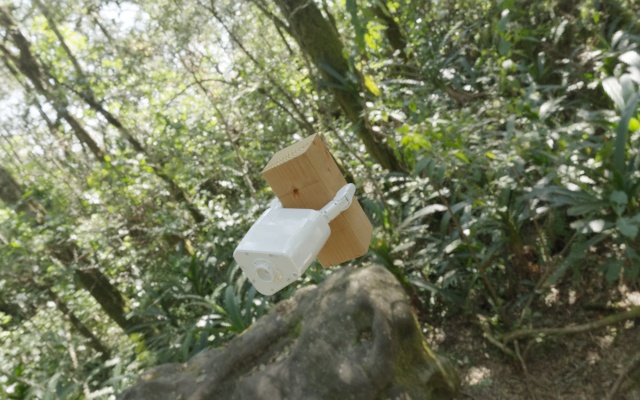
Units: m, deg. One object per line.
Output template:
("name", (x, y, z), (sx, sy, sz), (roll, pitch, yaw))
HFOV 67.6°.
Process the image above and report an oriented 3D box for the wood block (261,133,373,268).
("wood block", (0.000, 0.003, 0.826), (0.091, 0.206, 0.090), (-22, 21, 25))
